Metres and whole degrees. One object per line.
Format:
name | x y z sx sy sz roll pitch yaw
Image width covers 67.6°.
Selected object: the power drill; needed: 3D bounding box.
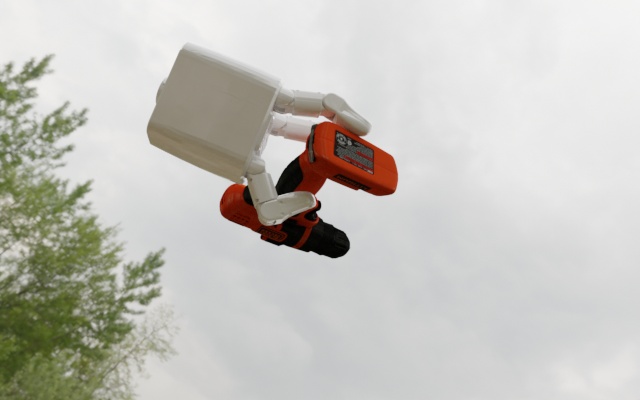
power drill | 0.000 0.001 0.552 0.184 0.057 0.188 23 -41 -28
